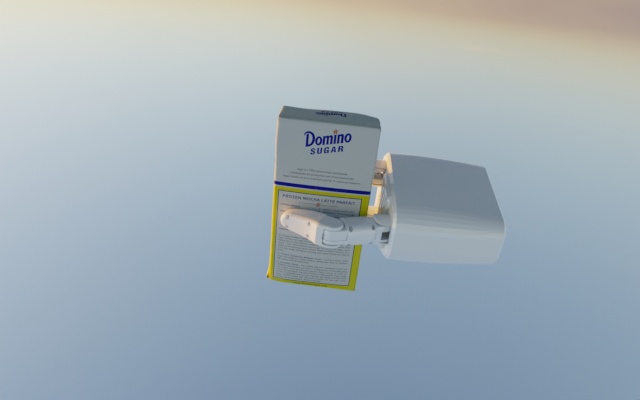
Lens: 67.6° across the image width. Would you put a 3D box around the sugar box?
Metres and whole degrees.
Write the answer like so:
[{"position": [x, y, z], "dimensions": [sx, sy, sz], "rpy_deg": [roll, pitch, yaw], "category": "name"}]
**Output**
[{"position": [0.000, 0.001, 0.466], "dimensions": [0.093, 0.176, 0.048], "rpy_deg": [7, 25, 0], "category": "sugar box"}]
